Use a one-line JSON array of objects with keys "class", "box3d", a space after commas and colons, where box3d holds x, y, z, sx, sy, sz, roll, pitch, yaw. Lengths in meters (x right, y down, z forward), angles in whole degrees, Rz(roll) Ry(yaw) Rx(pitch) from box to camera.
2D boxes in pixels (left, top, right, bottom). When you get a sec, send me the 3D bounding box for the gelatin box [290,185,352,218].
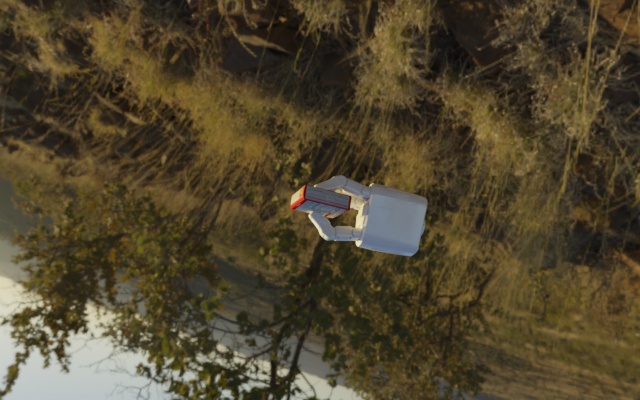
[{"class": "gelatin box", "box3d": [0.000, 0.003, 0.845, 0.089, 0.030, 0.073, 13, -18, -19]}]
